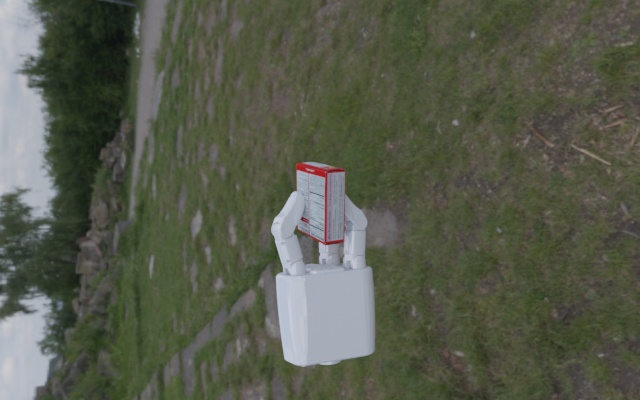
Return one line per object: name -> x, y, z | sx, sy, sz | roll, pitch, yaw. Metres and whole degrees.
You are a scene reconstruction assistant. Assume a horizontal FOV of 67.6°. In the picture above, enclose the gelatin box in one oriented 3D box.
gelatin box -> 0.000, 0.002, 0.573 | 0.030, 0.089, 0.073 | -7, 14, -29
